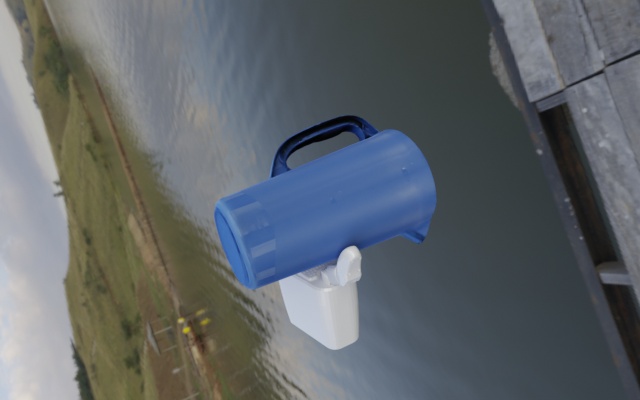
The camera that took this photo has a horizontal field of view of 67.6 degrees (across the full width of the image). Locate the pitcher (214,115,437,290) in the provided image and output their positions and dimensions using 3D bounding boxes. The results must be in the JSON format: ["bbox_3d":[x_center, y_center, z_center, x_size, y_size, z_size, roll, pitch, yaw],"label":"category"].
[{"bbox_3d":[0.000,0.002,0.572,0.243,0.145,0.149,-21,32,-21],"label":"pitcher"}]
